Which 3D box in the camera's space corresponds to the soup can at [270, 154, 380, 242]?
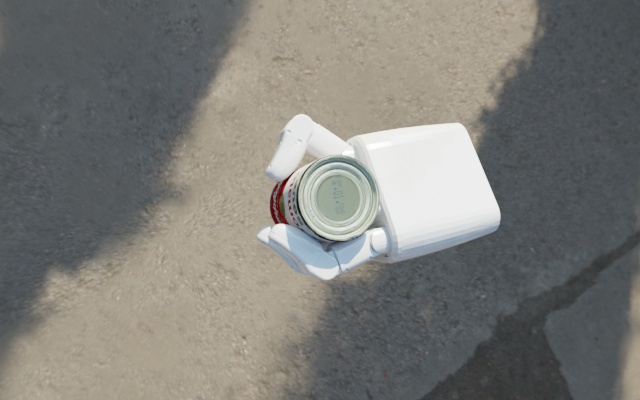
[{"bbox_3d":[0.000,0.001,0.402,0.068,0.068,0.102,0,-3,-17],"label":"soup can"}]
